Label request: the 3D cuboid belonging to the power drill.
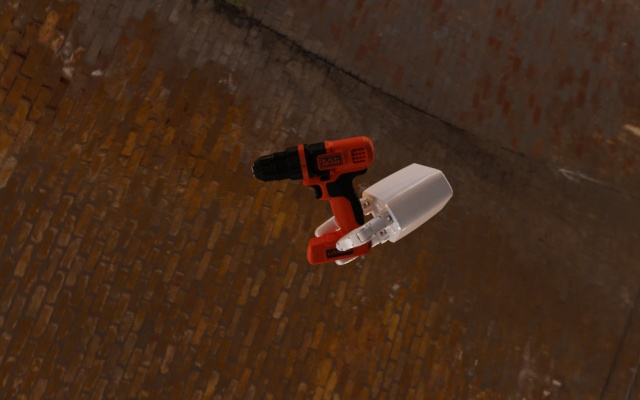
[{"bbox_3d":[0.000,0.003,0.738,0.184,0.188,0.057,-10,21,2],"label":"power drill"}]
